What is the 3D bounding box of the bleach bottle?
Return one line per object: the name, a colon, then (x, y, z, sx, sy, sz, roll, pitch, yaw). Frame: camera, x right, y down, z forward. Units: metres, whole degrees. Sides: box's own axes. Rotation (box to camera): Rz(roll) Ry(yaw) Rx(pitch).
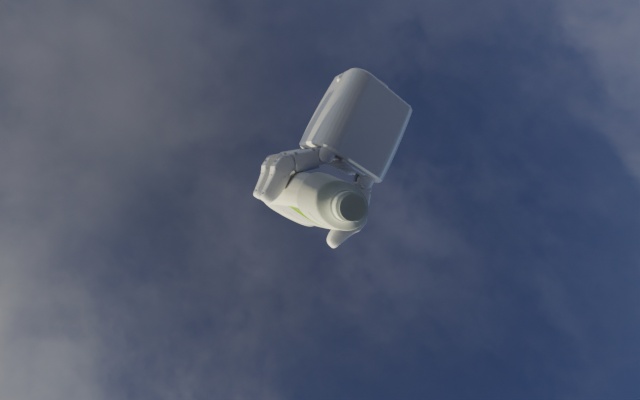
bleach bottle: (0.000, 0.002, 0.586, 0.102, 0.068, 0.251, 27, -4, -18)
